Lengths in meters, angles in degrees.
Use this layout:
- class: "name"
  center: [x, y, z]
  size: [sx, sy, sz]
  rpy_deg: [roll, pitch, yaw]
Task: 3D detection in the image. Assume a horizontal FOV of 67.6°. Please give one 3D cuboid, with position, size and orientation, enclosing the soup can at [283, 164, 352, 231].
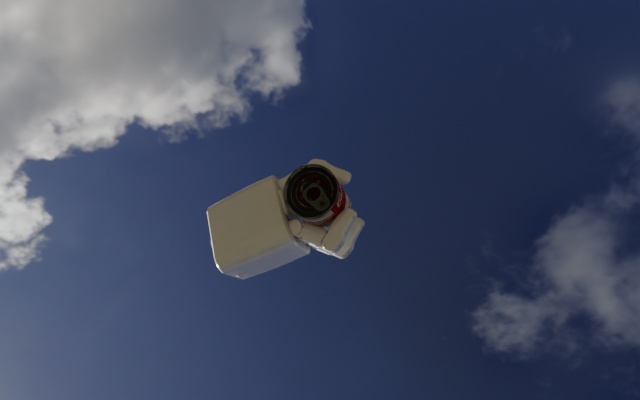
- class: "soup can"
  center: [0.001, 0.002, 0.615]
  size: [0.068, 0.068, 0.102]
  rpy_deg: [0, -16, 14]
